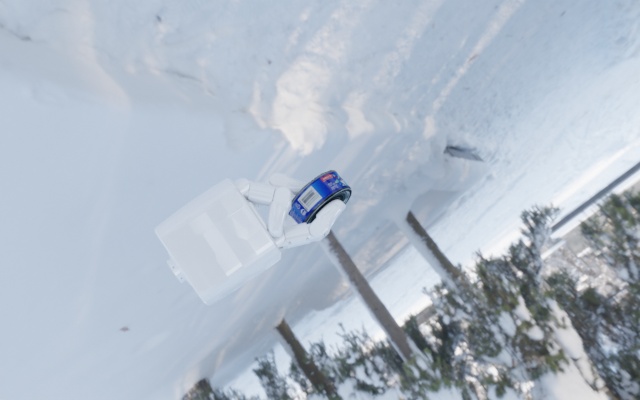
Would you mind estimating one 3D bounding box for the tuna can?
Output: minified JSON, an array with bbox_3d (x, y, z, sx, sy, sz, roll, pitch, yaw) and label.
[{"bbox_3d":[0.001,0.002,0.629,0.086,0.033,0.086,-37,-18,-14],"label":"tuna can"}]
